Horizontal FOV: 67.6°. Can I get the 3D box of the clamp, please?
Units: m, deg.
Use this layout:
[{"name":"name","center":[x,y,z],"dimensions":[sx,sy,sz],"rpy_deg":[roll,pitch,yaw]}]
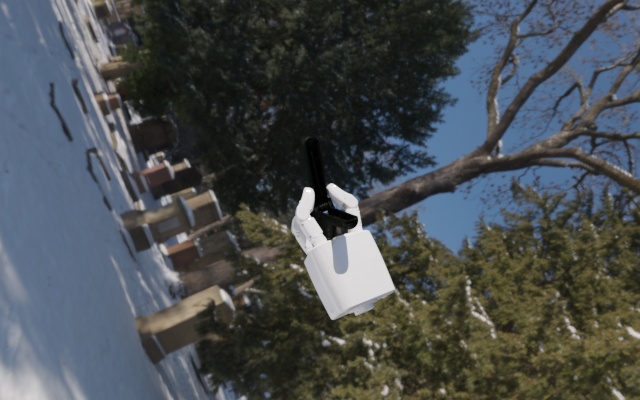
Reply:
[{"name":"clamp","center":[0.001,0.003,0.794],"dimensions":[0.036,0.164,0.210],"rpy_deg":[-17,-18,-17]}]
